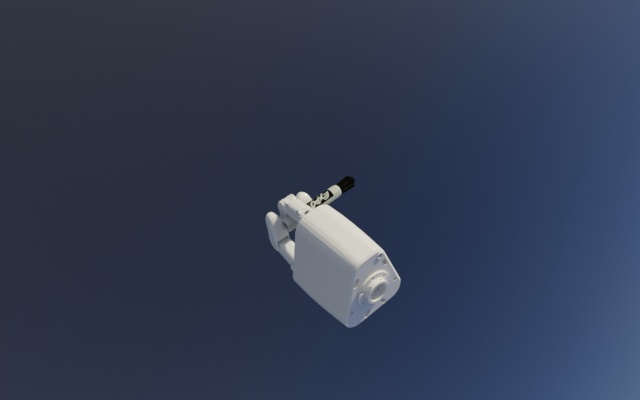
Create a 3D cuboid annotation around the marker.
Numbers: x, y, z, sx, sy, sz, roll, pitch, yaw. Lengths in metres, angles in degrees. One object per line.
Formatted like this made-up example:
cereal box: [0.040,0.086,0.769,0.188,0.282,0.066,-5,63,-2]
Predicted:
marker: [0.000,0.002,0.653,0.121,0.020,0.020,-35,14,-21]
